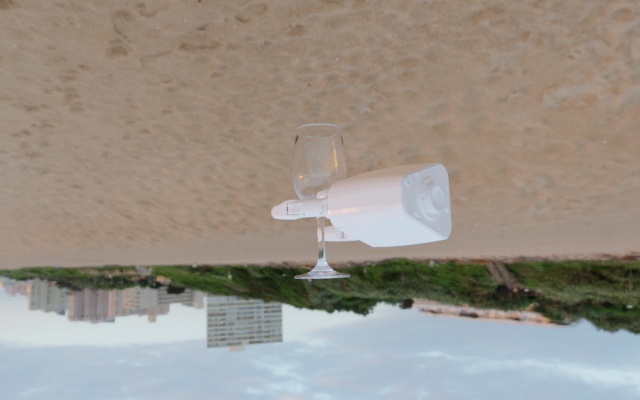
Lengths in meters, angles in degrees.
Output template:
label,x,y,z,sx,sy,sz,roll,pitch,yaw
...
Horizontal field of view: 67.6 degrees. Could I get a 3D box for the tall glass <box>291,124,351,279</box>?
label,x,y,z,sx,sy,sz,roll,pitch,yaw
tall glass,0.000,0.003,0.641,0.079,0.201,0.079,-2,-7,0
